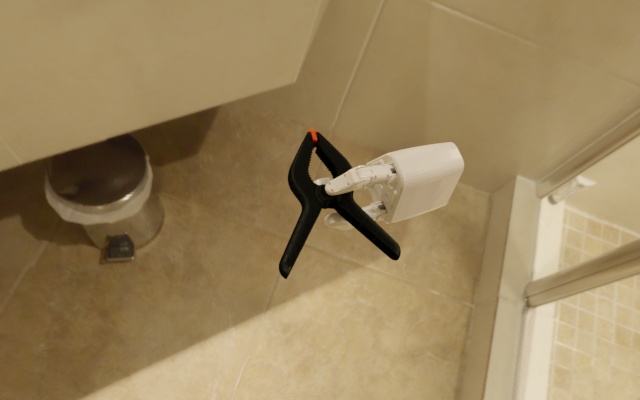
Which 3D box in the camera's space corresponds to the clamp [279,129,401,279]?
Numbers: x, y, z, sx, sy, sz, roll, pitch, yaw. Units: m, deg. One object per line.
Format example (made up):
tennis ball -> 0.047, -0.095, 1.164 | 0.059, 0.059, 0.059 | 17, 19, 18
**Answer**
clamp -> 0.000, 0.001, 0.643 | 0.164, 0.210, 0.036 | -14, -19, -19
